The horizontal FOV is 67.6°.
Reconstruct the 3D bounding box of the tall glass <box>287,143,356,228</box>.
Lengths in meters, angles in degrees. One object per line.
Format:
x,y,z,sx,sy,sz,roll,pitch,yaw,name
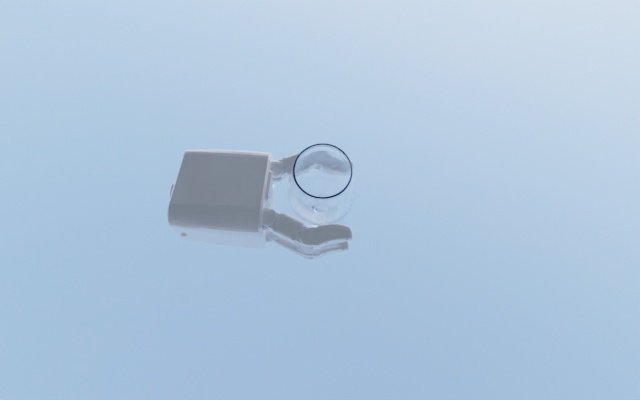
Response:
0.000,0.002,0.581,0.079,0.079,0.201,0,-19,-2,tall glass
